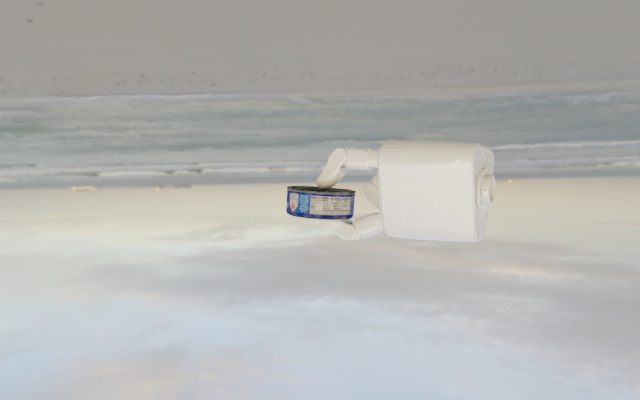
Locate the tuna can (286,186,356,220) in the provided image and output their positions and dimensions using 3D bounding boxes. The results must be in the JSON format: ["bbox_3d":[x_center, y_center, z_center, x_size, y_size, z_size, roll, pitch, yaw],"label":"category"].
[{"bbox_3d":[0.000,0.003,0.594,0.086,0.034,0.086,4,5,0],"label":"tuna can"}]
